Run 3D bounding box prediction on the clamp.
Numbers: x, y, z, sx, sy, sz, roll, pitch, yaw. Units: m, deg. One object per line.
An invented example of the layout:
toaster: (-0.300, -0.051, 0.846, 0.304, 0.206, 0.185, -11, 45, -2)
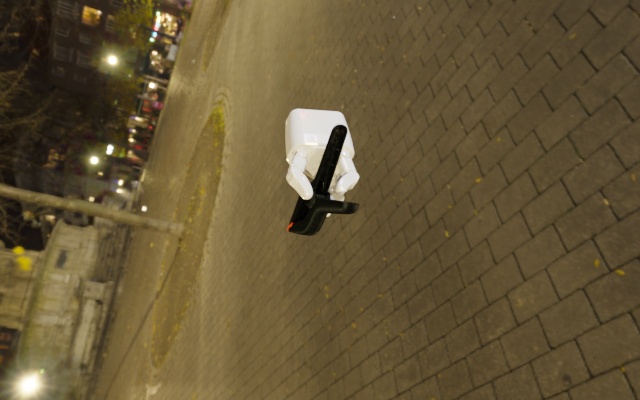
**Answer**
clamp: (-0.001, 0.003, 0.775, 0.036, 0.164, 0.210, 13, -46, -23)
